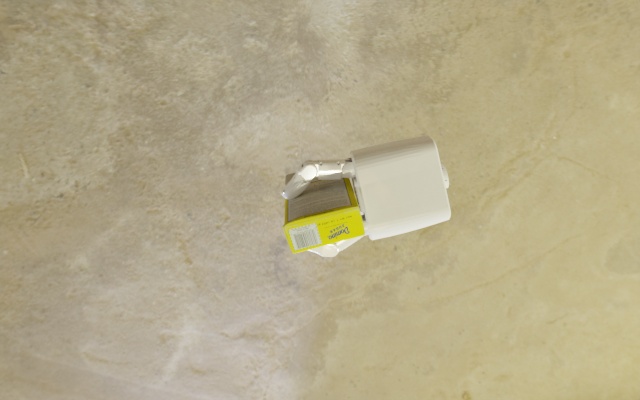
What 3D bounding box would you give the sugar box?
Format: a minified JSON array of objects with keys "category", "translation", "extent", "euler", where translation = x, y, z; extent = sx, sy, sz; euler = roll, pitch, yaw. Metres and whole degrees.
[{"category":"sugar box","translation":[0.000,0.003,0.637],"extent":[0.093,0.048,0.176],"euler":[-14,20,3]}]
